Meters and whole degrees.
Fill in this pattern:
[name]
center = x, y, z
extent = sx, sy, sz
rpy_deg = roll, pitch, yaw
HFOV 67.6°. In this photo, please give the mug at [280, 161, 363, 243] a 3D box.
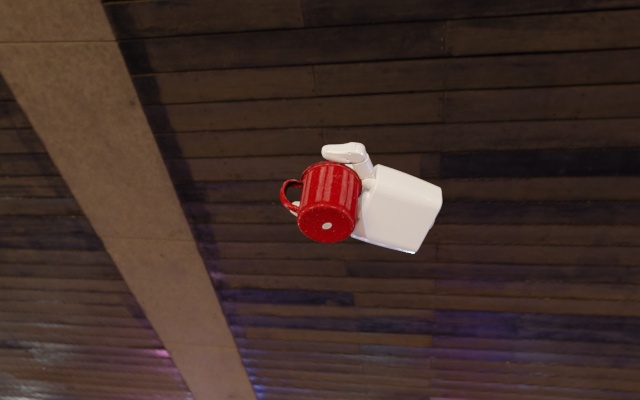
[mug]
center = -0.001, 0.002, 0.674
extent = 0.117, 0.081, 0.093
rpy_deg = 16, -45, -8
